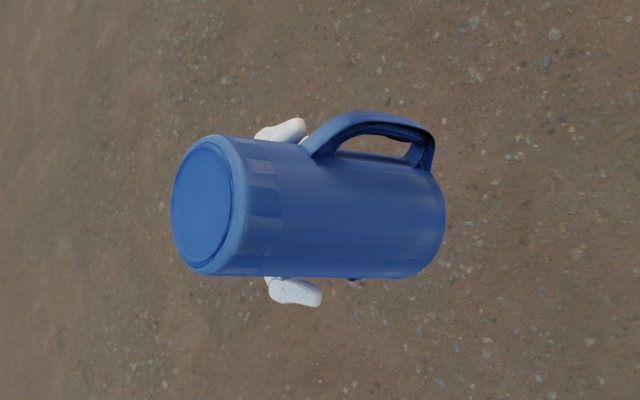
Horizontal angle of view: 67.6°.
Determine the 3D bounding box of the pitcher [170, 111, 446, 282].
[{"bbox_3d":[0.000,0.002,0.435,0.243,0.149,0.145,5,-13,-44],"label":"pitcher"}]
